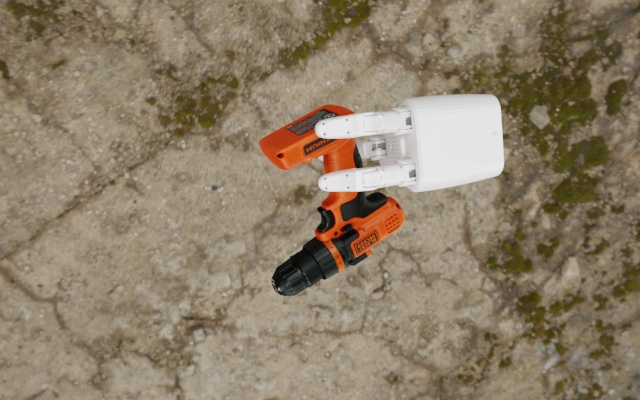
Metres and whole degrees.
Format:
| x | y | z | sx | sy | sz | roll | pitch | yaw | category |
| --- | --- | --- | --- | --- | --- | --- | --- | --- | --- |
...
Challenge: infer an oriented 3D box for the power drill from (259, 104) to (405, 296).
| x | y | z | sx | sy | sz | roll | pitch | yaw | category |
| --- | --- | --- | --- | --- | --- | --- | --- | --- | --- |
| 0.000 | 0.001 | 0.541 | 0.184 | 0.188 | 0.057 | -33 | 34 | -17 | power drill |
